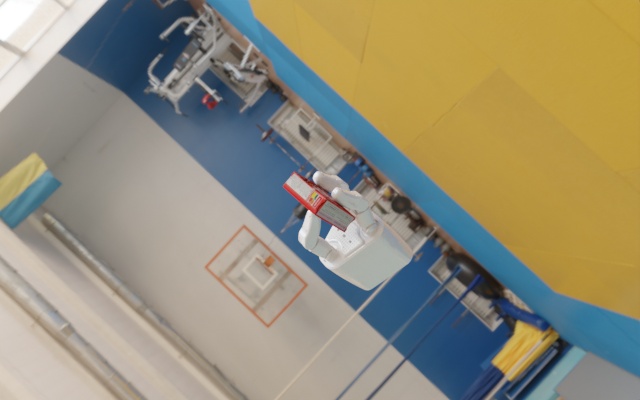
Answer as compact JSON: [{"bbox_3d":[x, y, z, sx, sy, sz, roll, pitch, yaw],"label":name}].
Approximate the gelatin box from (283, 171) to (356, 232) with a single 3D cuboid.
[{"bbox_3d":[0.000,0.002,0.665,0.073,0.030,0.089,41,6,36],"label":"gelatin box"}]
